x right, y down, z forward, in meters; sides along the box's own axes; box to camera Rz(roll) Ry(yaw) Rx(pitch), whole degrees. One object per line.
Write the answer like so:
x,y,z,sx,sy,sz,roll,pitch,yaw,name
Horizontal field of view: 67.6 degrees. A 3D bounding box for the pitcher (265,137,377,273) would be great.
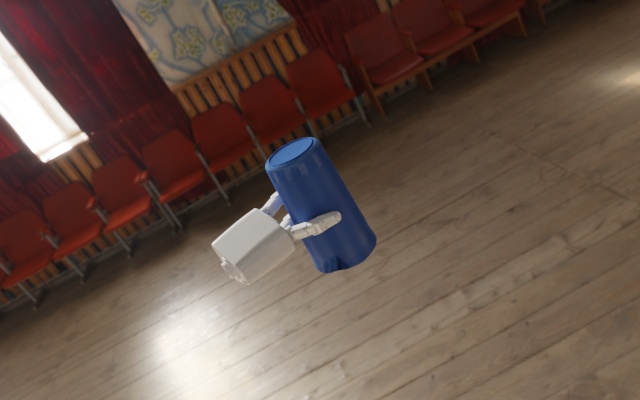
0.000,0.003,0.899,0.145,0.243,0.149,-38,27,-18,pitcher
